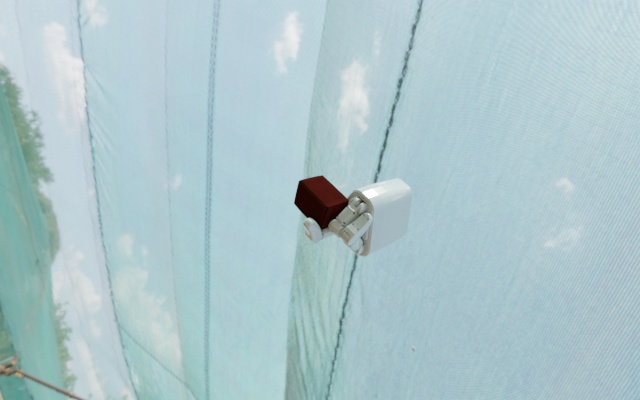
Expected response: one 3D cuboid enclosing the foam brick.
[{"bbox_3d":[0.000,0.002,0.812,0.051,0.053,0.078,-18,51,-37],"label":"foam brick"}]
